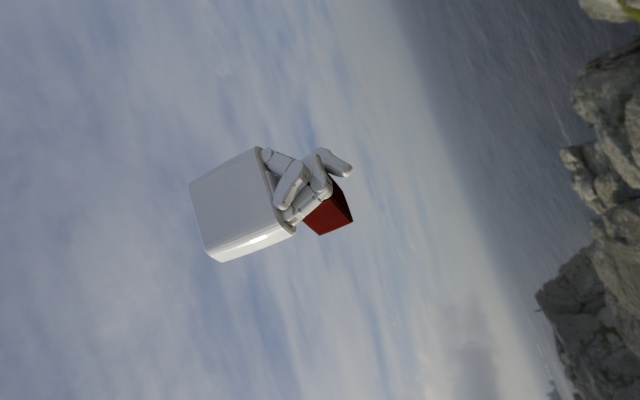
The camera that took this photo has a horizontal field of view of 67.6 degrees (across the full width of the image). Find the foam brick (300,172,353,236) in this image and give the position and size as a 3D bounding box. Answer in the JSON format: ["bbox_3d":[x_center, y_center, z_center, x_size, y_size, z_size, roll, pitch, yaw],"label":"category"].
[{"bbox_3d":[0.000,0.002,0.621,0.051,0.053,0.078,-25,-34,13],"label":"foam brick"}]
